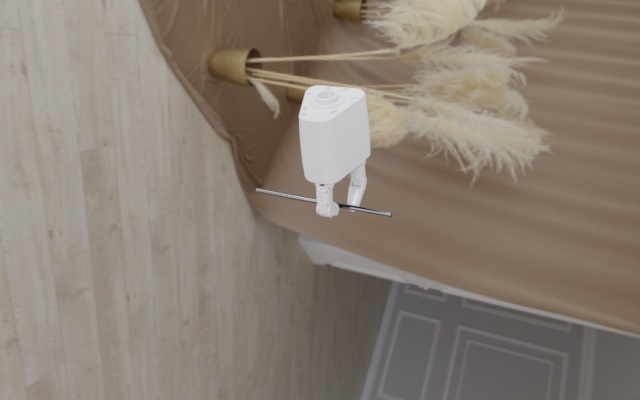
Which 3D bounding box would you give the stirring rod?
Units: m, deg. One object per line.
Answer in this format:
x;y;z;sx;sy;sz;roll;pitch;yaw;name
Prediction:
0.000;0.003;0.787;0.239;0.011;0.011;10;4;21;stirring rod
